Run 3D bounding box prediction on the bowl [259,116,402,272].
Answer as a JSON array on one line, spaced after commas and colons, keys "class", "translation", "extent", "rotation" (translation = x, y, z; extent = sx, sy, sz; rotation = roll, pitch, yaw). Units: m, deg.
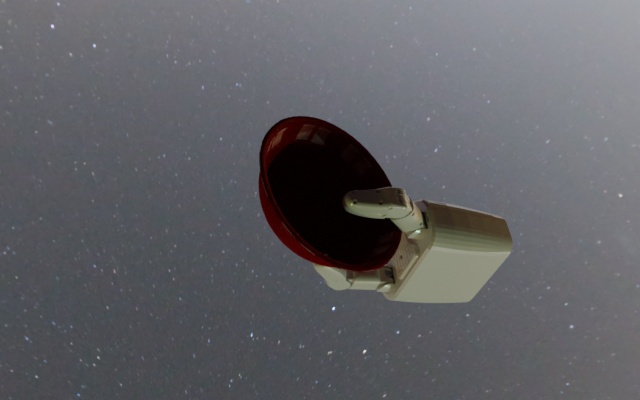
[{"class": "bowl", "translation": [-0.001, 0.001, 0.451], "extent": [0.162, 0.162, 0.055], "rotation": [0, -28, -42]}]
